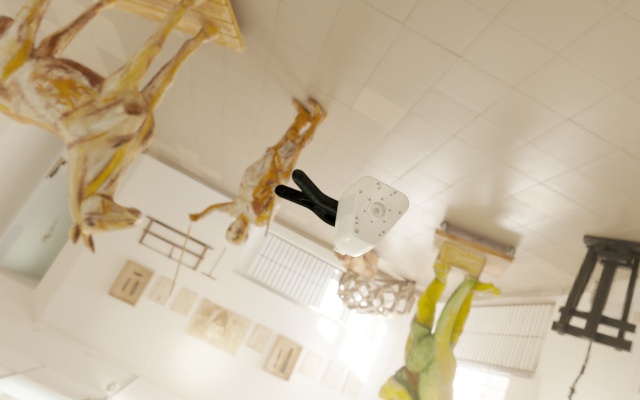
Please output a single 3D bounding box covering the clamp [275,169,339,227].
[{"bbox_3d":[0.000,0.003,0.868,0.171,0.039,0.120,28,-17,-4],"label":"clamp"}]
